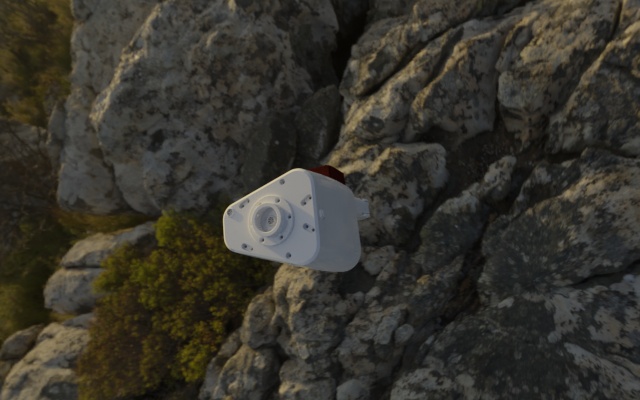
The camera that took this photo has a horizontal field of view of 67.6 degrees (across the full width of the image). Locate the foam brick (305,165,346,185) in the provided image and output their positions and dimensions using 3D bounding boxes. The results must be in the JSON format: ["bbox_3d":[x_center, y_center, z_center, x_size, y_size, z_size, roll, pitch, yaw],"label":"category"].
[{"bbox_3d":[0.000,0.002,0.581,0.053,0.078,0.051,-11,-13,23],"label":"foam brick"}]
